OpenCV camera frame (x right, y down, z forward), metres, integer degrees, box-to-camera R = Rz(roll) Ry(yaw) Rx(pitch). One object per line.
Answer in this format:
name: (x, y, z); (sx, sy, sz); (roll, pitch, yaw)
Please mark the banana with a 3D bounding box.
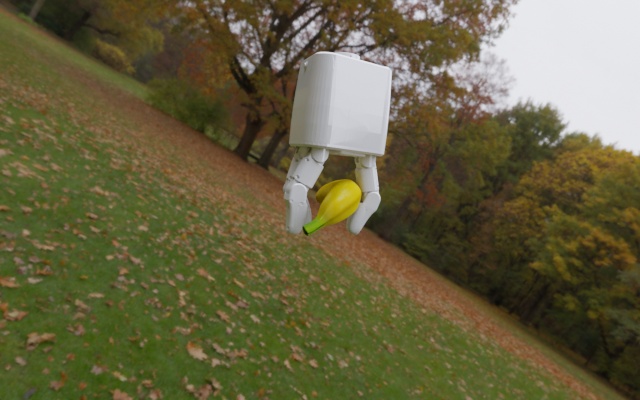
banana: (0.018, -0.003, 0.595); (0.069, 0.037, 0.197); (-17, 7, 7)
